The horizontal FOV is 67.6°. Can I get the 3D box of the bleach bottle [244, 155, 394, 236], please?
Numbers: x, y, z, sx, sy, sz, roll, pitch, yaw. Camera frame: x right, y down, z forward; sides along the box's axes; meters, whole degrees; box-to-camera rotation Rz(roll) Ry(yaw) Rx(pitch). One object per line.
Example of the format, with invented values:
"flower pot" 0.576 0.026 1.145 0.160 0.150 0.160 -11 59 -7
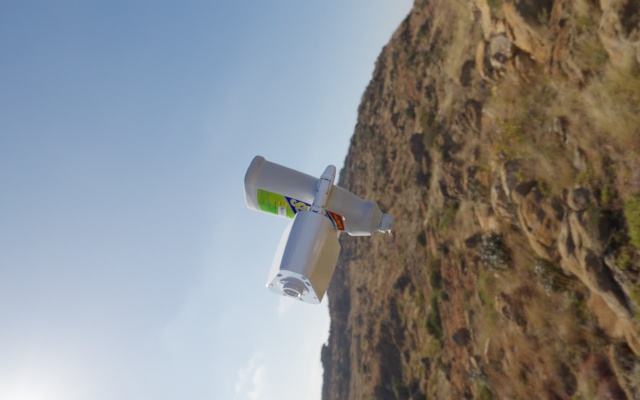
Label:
"bleach bottle" 0.000 0.003 0.805 0.251 0.068 0.103 16 -35 7
